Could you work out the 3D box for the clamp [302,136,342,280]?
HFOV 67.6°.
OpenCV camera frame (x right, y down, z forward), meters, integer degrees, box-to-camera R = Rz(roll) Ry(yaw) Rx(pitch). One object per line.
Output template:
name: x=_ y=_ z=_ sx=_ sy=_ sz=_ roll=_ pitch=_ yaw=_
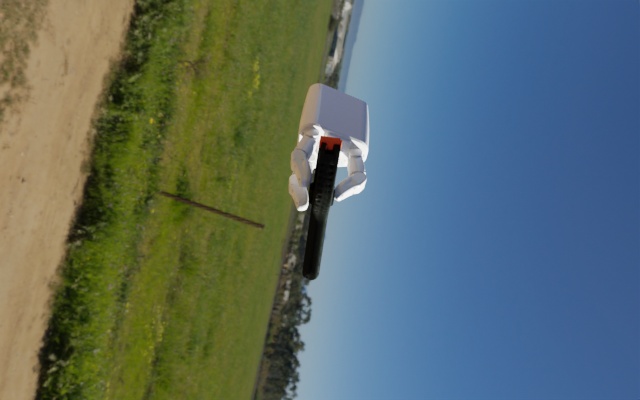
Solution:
clamp: x=0.001 y=0.002 z=0.677 sx=0.036 sy=0.164 sz=0.210 roll=7 pitch=-39 yaw=-4
